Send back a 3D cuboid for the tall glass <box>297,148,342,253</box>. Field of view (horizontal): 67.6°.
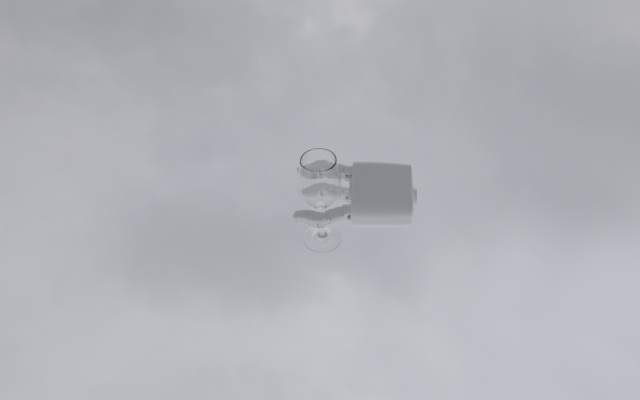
[{"bbox_3d":[0.000,0.003,0.858,0.079,0.079,0.201,-2,-45,2],"label":"tall glass"}]
